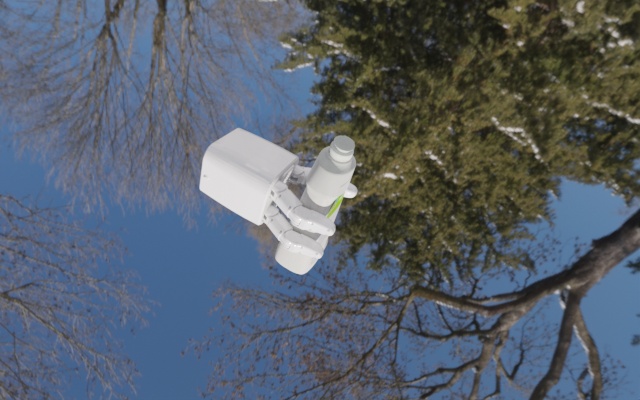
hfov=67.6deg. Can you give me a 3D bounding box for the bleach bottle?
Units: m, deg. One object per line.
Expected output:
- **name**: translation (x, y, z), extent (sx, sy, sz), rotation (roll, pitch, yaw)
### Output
- **bleach bottle**: translation (0.000, 0.002, 0.695), extent (0.068, 0.251, 0.102), rotation (29, 47, 6)
